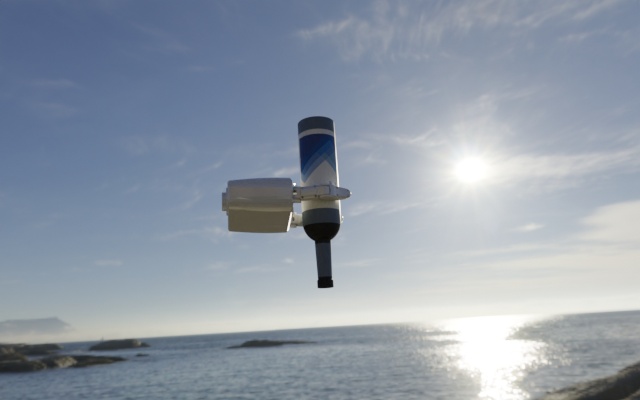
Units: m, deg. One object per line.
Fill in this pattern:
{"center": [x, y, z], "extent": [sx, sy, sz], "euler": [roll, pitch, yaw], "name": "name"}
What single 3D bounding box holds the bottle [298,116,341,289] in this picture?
{"center": [0.000, 0.002, 0.829], "extent": [0.069, 0.295, 0.069], "euler": [-3, -15, -1], "name": "bottle"}
